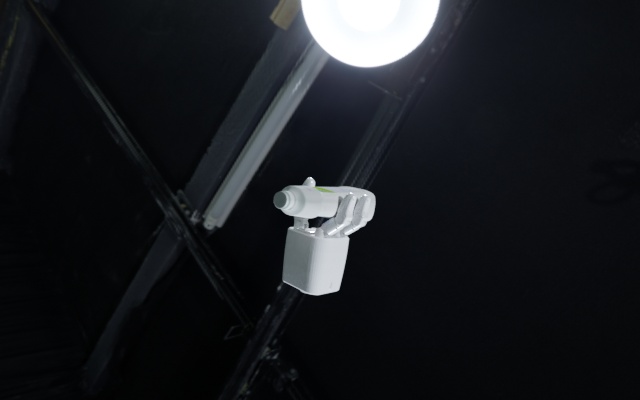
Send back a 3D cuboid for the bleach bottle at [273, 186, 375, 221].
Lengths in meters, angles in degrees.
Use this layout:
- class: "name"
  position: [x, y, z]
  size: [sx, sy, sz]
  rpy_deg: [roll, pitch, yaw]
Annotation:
- class: "bleach bottle"
  position: [0.000, 0.003, 0.877]
  size: [0.102, 0.068, 0.251]
  rpy_deg: [10, 3, 35]
